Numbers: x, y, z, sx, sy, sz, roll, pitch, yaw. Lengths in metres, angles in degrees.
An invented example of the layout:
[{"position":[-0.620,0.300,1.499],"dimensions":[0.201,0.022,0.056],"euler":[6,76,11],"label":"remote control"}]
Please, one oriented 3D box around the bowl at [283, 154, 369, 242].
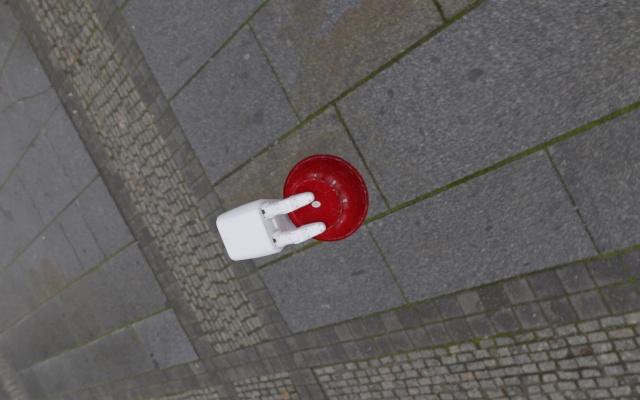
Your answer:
[{"position":[0.001,0.002,0.829],"dimensions":[0.162,0.162,0.055],"euler":[0,13,19],"label":"bowl"}]
